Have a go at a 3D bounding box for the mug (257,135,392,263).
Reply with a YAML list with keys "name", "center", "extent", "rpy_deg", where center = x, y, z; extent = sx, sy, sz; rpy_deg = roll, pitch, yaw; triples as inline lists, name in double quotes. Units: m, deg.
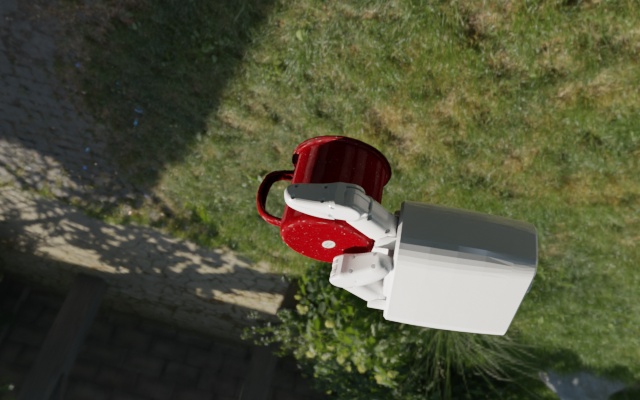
- name: "mug"
  center: [-0.001, 0.001, 0.423]
  extent: [0.117, 0.081, 0.093]
  rpy_deg: [8, -30, 8]
